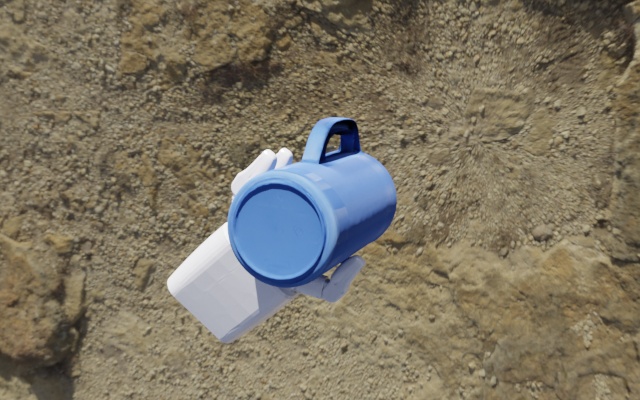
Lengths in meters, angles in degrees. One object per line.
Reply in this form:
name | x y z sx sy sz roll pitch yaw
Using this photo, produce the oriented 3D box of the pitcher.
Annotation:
pitcher | 0.000 0.002 0.531 0.145 0.149 0.243 -39 -6 19
